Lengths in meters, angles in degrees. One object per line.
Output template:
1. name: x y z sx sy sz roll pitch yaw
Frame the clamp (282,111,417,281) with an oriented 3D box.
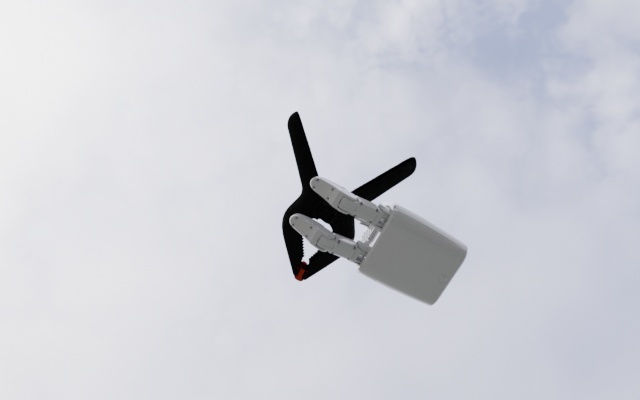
1. clamp: 0.000 0.002 0.603 0.164 0.210 0.036 28 16 -1
